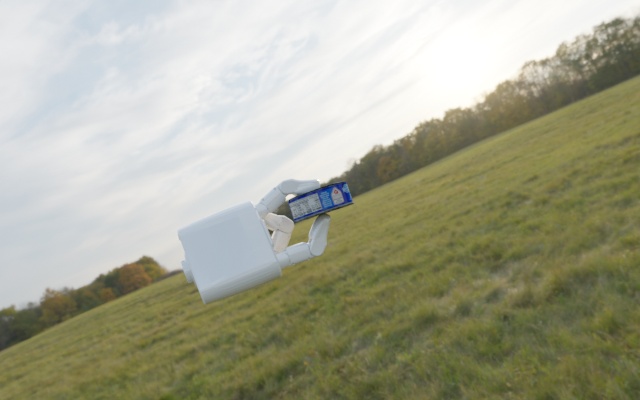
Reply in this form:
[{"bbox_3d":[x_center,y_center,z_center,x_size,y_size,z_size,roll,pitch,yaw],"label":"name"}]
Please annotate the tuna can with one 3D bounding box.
[{"bbox_3d":[0.000,0.002,0.653,0.086,0.034,0.086,-18,-2,-1],"label":"tuna can"}]
